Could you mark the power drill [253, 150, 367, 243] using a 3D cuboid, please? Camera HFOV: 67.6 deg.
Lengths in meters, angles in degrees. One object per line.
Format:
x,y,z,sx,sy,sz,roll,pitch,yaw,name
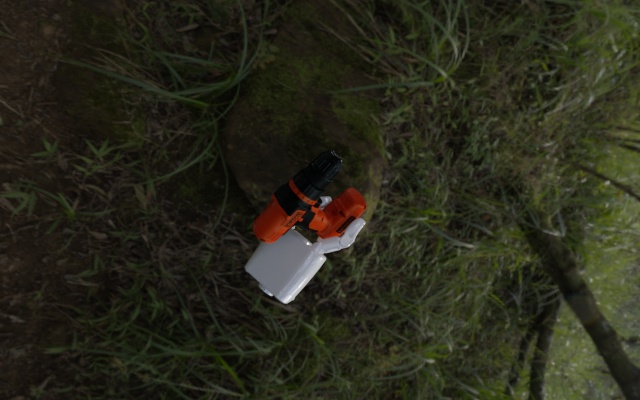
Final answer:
0.000,0.003,0.786,0.184,0.057,0.188,-44,-29,19,power drill
